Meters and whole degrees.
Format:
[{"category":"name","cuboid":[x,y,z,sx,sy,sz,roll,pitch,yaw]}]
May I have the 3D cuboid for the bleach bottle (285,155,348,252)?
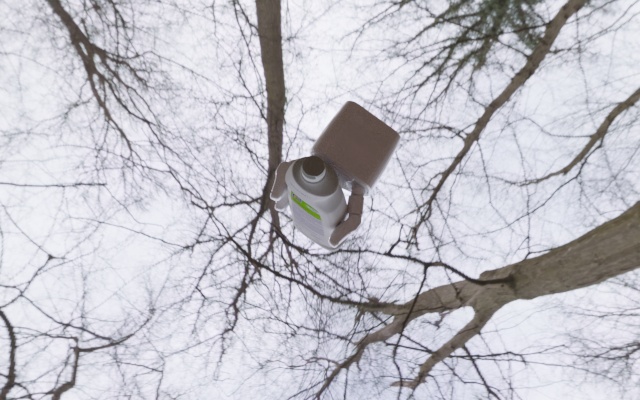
[{"category":"bleach bottle","cuboid":[0.000,0.002,0.709,0.102,0.068,0.251,32,-16,11]}]
